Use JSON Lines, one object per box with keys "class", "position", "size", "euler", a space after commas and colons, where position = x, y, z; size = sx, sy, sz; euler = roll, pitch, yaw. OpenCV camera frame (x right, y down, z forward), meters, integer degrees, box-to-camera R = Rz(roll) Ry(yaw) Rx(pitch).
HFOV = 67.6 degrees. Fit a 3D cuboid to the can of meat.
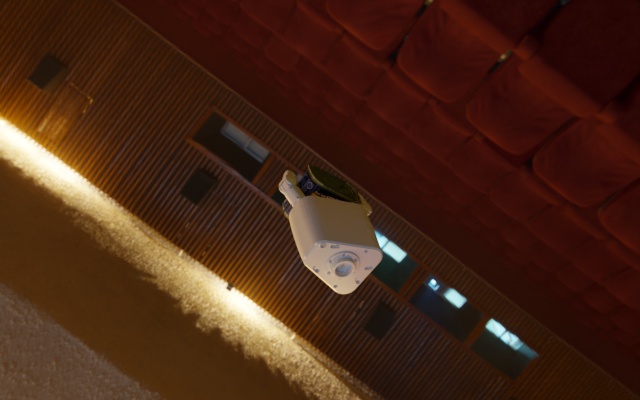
{"class": "can of meat", "position": [0.000, 0.003, 0.776], "size": [0.102, 0.084, 0.057], "euler": [25, 24, -31]}
